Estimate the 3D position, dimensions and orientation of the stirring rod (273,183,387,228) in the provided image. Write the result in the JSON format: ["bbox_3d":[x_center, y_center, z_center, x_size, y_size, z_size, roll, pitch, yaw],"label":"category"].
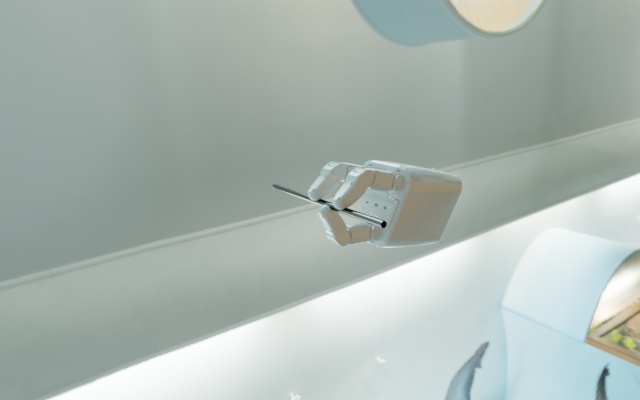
[{"bbox_3d":[0.000,0.002,0.595,0.011,0.011,0.239,0,11,-34],"label":"stirring rod"}]
